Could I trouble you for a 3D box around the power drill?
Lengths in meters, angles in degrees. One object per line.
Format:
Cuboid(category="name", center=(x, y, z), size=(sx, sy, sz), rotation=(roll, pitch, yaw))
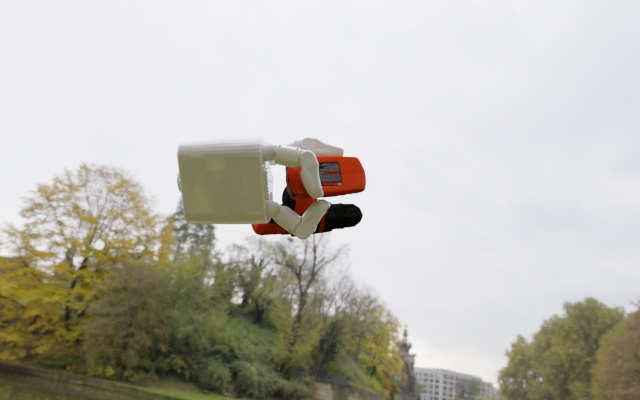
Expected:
Cuboid(category="power drill", center=(0.000, 0.002, 0.703), size=(0.184, 0.057, 0.188), rotation=(-5, -23, -19))
